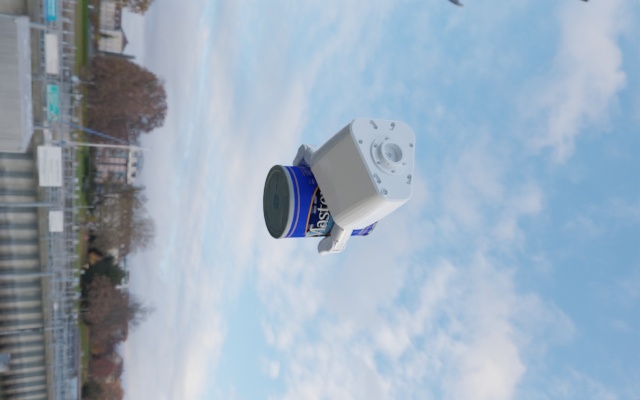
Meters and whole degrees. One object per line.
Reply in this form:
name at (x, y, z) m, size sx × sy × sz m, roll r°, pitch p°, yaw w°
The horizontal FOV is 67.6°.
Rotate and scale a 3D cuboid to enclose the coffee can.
coffee can at (0.000, 0.002, 0.685) m, size 0.140 × 0.103 × 0.103 m, roll 0°, pitch 0°, yaw -27°
